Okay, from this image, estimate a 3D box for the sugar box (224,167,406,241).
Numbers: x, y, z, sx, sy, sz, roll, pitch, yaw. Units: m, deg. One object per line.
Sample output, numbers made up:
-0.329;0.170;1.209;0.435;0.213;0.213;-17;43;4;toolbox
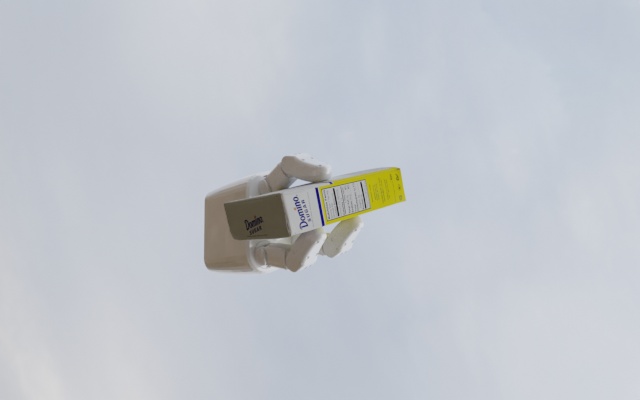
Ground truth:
0.000;0.002;0.496;0.176;0.048;0.093;-18;7;-43;sugar box
